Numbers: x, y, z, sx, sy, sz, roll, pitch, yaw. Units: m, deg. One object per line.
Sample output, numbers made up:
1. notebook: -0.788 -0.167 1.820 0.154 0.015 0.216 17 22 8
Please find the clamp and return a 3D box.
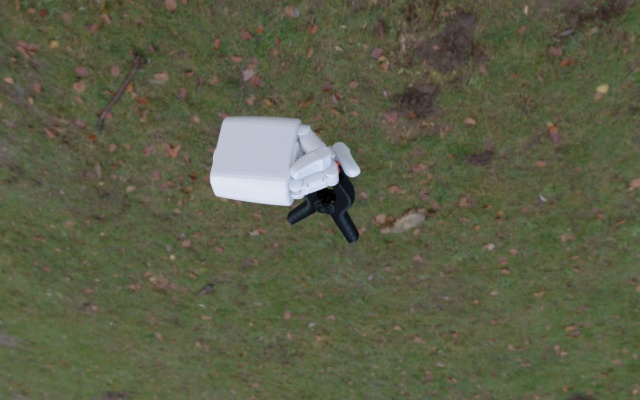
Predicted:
1. clamp: 0.000 0.003 0.726 0.120 0.039 0.172 7 -40 10
